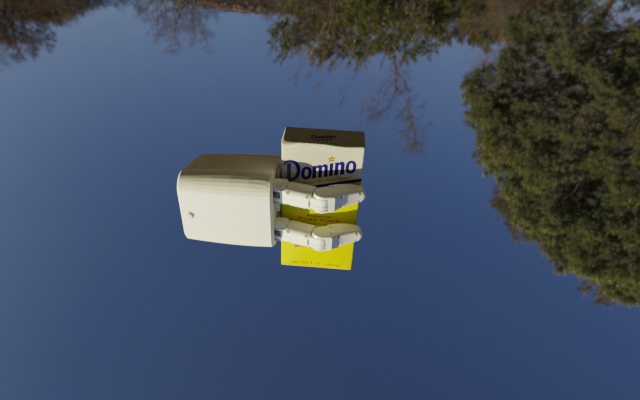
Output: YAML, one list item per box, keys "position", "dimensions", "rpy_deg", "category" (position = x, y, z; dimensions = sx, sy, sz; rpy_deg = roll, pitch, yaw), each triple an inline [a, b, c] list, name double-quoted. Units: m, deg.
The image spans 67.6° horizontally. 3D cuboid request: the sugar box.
- position: [0.000, 0.002, 0.572]
  dimensions: [0.093, 0.176, 0.048]
  rpy_deg: [3, 36, 1]
  category: "sugar box"
